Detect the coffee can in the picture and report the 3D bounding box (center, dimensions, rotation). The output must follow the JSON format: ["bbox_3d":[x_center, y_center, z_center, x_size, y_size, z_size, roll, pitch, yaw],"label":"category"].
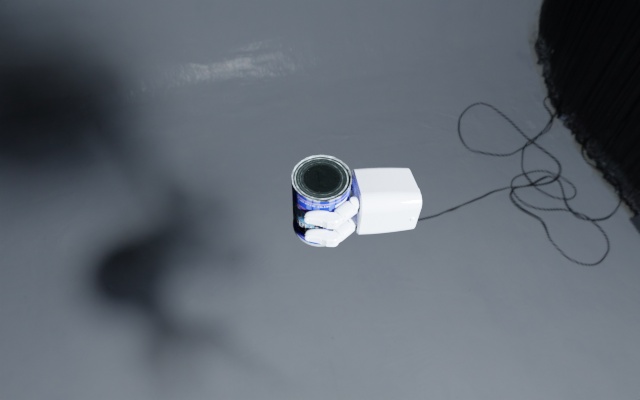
[{"bbox_3d":[0.000,0.003,0.857,0.103,0.102,0.140,0,-37,-2],"label":"coffee can"}]
